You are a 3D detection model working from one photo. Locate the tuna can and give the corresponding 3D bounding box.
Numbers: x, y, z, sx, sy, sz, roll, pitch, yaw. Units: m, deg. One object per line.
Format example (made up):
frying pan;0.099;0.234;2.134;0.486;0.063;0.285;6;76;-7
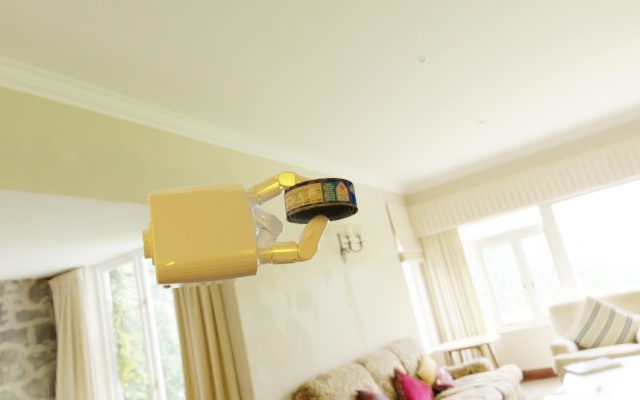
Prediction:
tuna can;0.000;0.001;0.562;0.086;0.033;0.086;-7;-15;-2
